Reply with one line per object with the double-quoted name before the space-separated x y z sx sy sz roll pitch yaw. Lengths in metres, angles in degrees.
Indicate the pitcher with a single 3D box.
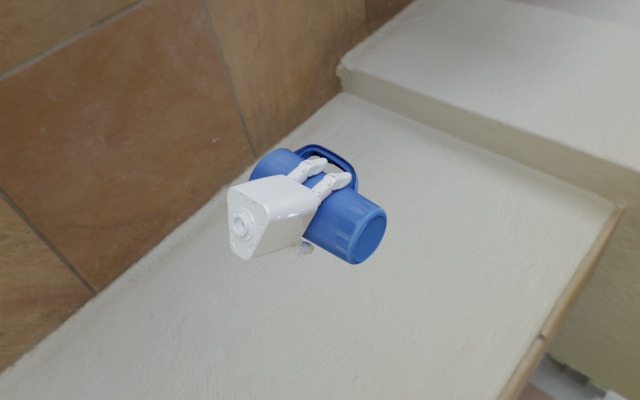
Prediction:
"pitcher" 0.000 0.003 0.851 0.242 0.149 0.145 30 27 31
